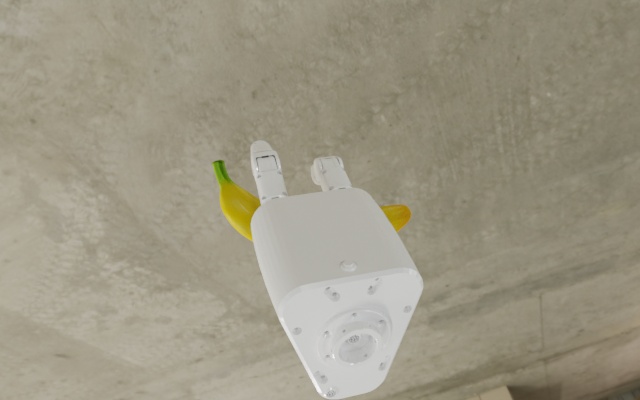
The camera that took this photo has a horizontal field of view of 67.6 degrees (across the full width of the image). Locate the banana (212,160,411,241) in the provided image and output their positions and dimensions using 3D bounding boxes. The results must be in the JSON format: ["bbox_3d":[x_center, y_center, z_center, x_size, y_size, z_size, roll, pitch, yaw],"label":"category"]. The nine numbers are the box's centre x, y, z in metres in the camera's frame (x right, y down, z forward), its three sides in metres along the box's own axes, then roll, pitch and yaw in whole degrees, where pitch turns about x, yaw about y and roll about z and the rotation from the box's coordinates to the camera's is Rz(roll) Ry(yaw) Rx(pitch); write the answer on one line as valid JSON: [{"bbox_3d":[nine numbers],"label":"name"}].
[{"bbox_3d":[-0.008,0.019,0.442,0.198,0.069,0.037,14,3,-17],"label":"banana"}]
